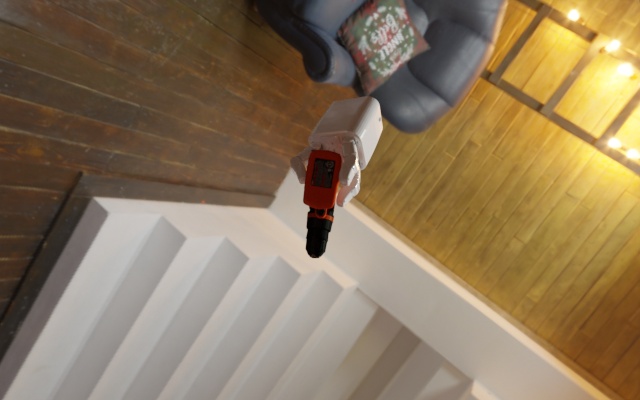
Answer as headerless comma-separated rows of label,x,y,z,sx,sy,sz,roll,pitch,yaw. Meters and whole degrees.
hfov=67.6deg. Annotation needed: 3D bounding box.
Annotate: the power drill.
power drill,0.000,0.002,0.869,0.057,0.184,0.188,7,-16,1
